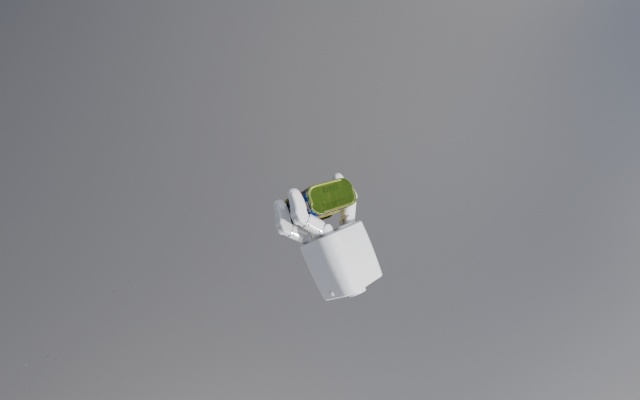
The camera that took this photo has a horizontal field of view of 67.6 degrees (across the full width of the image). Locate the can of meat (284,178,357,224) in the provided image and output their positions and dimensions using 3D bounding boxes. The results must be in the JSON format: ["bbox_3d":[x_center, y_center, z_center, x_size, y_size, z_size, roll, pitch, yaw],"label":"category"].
[{"bbox_3d":[0.000,0.003,0.831,0.102,0.057,0.084,-17,-7,-35],"label":"can of meat"}]
